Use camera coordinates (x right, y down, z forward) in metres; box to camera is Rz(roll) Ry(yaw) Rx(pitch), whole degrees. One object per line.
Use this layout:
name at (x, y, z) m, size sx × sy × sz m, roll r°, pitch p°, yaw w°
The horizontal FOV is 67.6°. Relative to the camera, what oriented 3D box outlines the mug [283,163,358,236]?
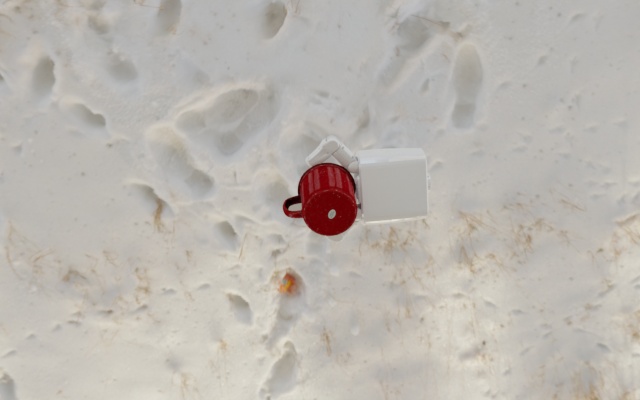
mug at (-0.001, 0.003, 0.723) m, size 0.117 × 0.093 × 0.081 m, roll -9°, pitch 27°, yaw 1°
